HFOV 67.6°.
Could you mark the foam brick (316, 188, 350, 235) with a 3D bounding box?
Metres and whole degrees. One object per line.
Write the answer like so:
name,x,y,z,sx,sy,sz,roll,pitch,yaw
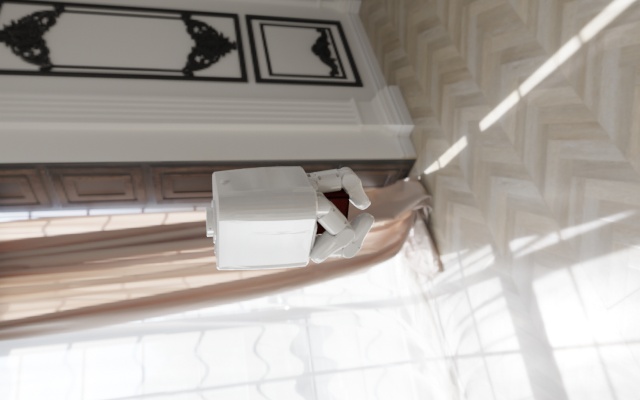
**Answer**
foam brick,0.000,0.002,0.609,0.051,0.053,0.078,-3,26,-15
